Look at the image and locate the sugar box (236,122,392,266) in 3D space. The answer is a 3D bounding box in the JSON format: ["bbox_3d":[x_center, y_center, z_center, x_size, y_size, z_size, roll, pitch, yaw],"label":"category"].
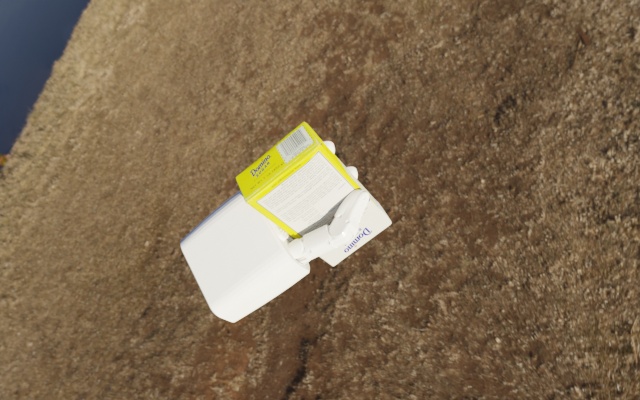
[{"bbox_3d":[0.000,0.001,0.522,0.093,0.048,0.176,-37,-39,8],"label":"sugar box"}]
